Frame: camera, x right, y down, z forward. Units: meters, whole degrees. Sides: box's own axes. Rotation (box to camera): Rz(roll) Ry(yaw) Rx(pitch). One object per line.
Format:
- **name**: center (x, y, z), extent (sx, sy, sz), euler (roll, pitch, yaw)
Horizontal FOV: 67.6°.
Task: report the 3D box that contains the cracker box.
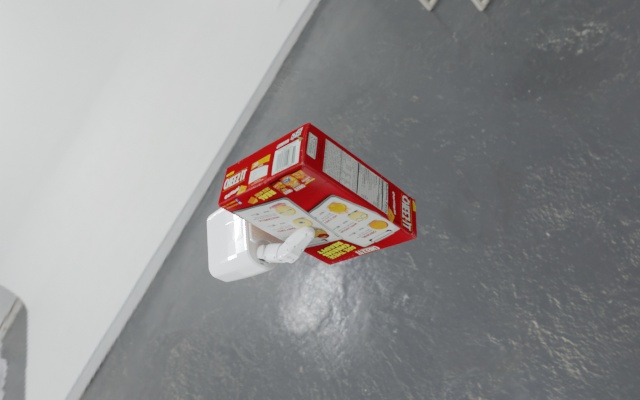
- **cracker box**: center (0.000, 0.002, 0.638), extent (0.164, 0.072, 0.214), euler (-23, -42, 40)
